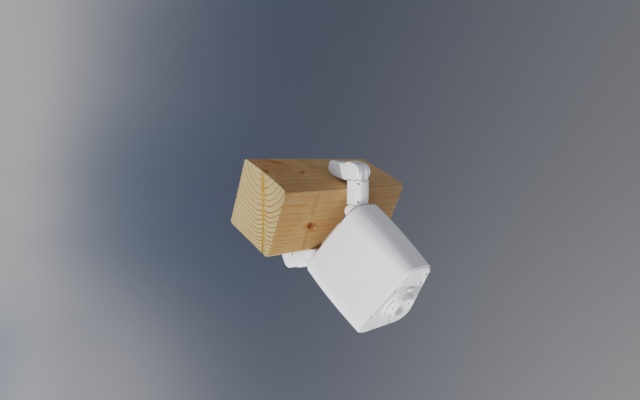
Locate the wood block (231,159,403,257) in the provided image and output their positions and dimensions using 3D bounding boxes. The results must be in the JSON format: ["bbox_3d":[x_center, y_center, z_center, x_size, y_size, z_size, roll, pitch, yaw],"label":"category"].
[{"bbox_3d":[0.000,0.002,0.633,0.206,0.091,0.090,-4,31,-42],"label":"wood block"}]
